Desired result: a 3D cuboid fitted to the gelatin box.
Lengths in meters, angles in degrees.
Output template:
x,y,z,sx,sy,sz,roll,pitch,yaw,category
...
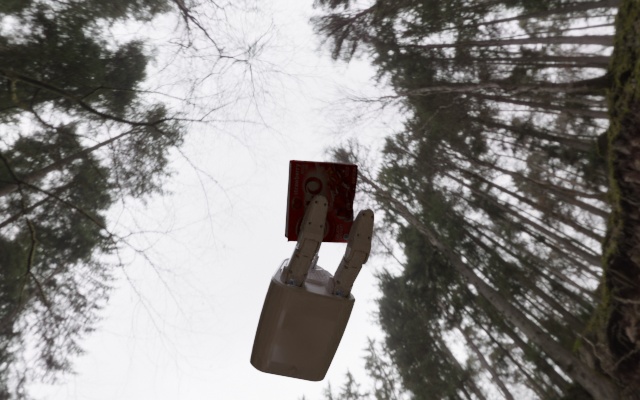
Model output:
x,y,z,sx,sy,sz,roll,pitch,yaw,category
0.000,0.001,0.523,0.073,0.089,0.030,3,8,-11,gelatin box
